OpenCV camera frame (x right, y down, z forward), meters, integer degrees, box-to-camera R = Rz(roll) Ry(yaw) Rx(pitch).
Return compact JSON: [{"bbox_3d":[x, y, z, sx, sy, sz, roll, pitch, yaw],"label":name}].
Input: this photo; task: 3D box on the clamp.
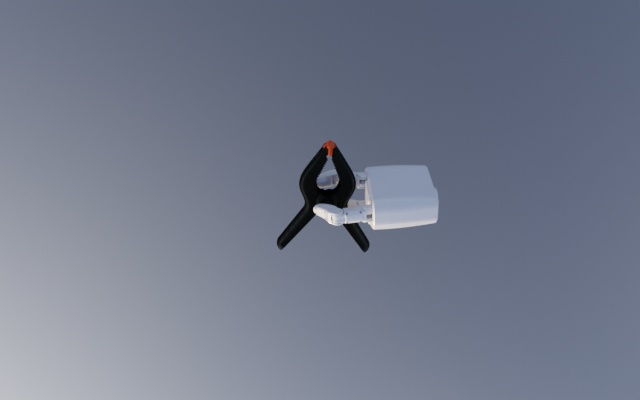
[{"bbox_3d":[0.000,0.003,0.813,0.164,0.210,0.036,-5,26,-1],"label":"clamp"}]
